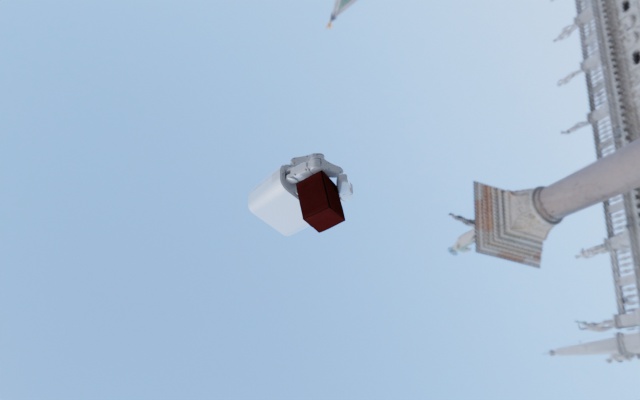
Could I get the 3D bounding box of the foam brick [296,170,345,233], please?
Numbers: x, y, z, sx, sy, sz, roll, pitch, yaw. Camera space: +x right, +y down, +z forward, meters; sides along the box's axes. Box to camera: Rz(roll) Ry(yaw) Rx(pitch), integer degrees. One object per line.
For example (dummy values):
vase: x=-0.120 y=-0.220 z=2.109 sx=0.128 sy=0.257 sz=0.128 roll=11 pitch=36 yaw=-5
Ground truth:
foam brick: x=0.000 y=0.003 z=0.769 sx=0.051 sy=0.078 sz=0.053 roll=-27 pitch=-40 yaw=17
